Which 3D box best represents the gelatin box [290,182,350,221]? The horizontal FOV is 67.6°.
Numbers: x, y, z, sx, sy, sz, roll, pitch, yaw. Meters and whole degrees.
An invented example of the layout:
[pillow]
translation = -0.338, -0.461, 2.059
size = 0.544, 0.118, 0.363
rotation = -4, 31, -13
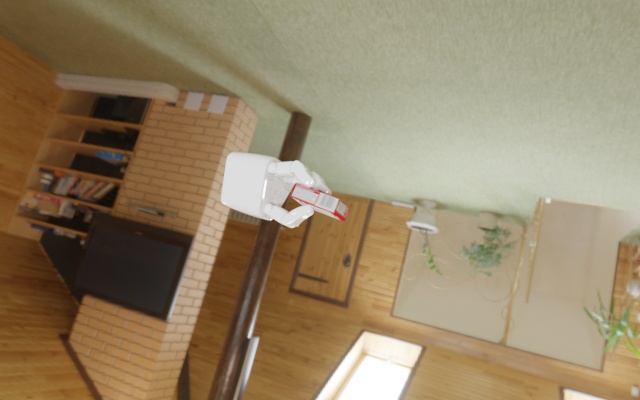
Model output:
[gelatin box]
translation = 0.000, 0.003, 0.837
size = 0.089, 0.030, 0.073
rotation = 21, -7, 22
